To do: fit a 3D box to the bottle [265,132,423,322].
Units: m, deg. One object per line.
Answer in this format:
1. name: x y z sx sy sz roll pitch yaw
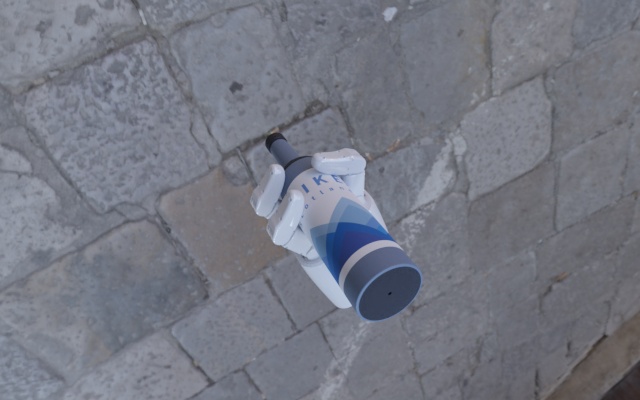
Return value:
1. bottle: 0.000 0.002 0.519 0.069 0.069 0.295 0 33 -29
